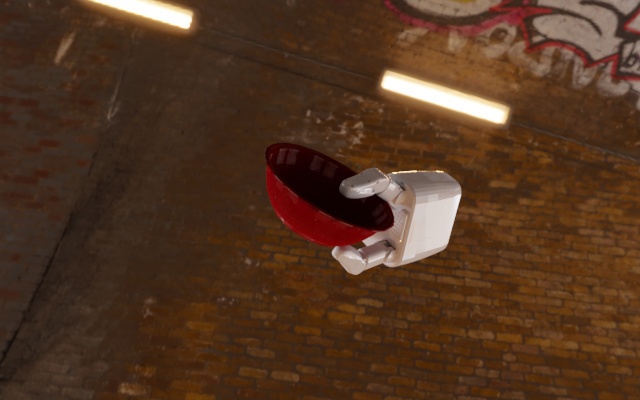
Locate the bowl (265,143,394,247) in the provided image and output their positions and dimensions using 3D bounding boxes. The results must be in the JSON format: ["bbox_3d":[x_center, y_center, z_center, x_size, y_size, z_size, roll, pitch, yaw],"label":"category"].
[{"bbox_3d":[-0.001,0.002,0.534,0.162,0.055,0.162,26,23,-12],"label":"bowl"}]
